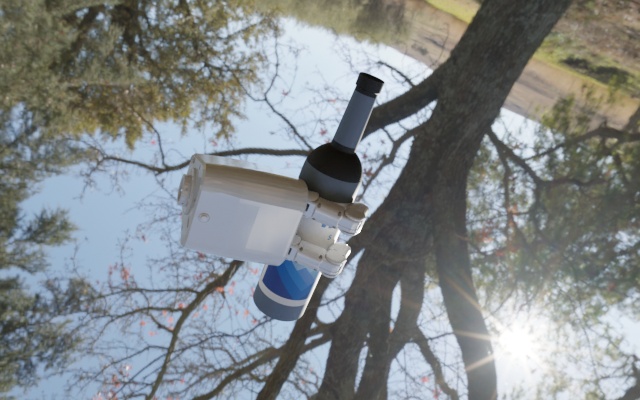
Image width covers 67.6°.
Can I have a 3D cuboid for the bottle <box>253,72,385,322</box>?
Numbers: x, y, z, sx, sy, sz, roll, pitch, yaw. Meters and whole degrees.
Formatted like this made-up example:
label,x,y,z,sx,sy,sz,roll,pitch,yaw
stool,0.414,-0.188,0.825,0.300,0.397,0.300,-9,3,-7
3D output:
label,x,y,z,sx,sy,sz,roll,pitch,yaw
bottle,0.000,0.002,0.535,0.069,0.296,0.069,19,23,-8
